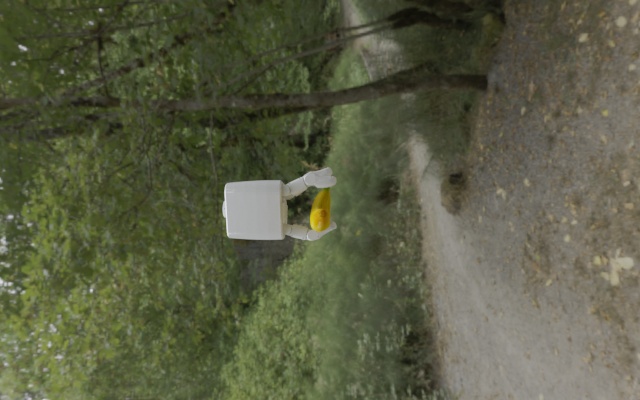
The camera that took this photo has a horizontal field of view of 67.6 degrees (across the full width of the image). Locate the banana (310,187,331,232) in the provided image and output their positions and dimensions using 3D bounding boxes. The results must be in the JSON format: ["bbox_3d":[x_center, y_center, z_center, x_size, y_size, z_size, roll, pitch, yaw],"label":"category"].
[{"bbox_3d":[0.000,0.019,0.871,0.037,0.070,0.197,1,19,1],"label":"banana"}]
